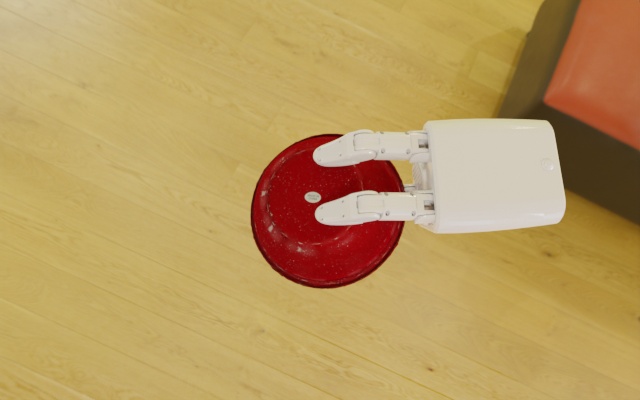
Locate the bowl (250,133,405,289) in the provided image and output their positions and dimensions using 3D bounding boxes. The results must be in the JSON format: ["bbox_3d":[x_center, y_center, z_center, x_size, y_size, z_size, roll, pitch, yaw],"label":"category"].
[{"bbox_3d":[-0.001,0.002,0.459,0.162,0.162,0.055,0,-14,13],"label":"bowl"}]
